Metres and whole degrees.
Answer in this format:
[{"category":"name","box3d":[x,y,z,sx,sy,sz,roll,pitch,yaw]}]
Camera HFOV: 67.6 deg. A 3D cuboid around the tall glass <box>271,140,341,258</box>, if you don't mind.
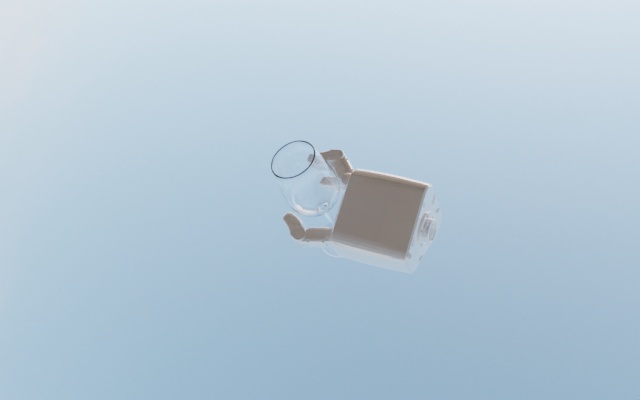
[{"category":"tall glass","box3d":[0.000,0.003,0.679,0.079,0.079,0.201,0,-34,26]}]
